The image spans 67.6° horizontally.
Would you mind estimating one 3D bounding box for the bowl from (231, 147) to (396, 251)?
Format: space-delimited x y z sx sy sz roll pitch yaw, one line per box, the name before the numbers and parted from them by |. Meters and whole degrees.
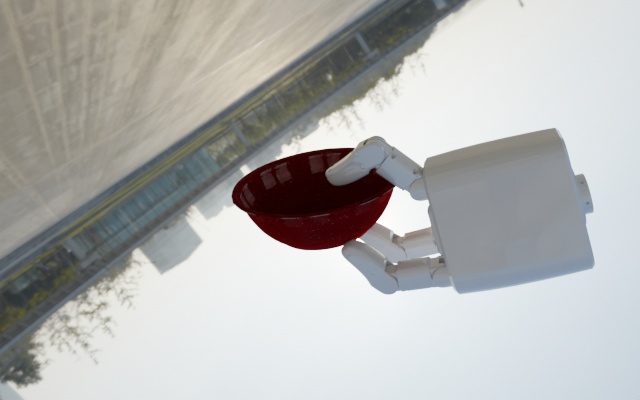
bowl | -0.001 0.002 0.458 0.162 0.055 0.162 -8 25 4
